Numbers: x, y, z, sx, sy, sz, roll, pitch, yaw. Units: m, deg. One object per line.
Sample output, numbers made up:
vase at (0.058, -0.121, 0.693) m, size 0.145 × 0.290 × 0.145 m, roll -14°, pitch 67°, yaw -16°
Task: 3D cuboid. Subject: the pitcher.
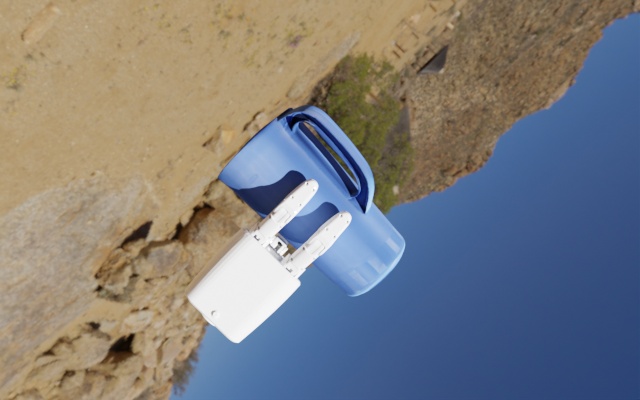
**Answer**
pitcher at (0.000, 0.002, 0.622) m, size 0.145 × 0.243 × 0.149 m, roll -45°, pitch 5°, yaw -5°
